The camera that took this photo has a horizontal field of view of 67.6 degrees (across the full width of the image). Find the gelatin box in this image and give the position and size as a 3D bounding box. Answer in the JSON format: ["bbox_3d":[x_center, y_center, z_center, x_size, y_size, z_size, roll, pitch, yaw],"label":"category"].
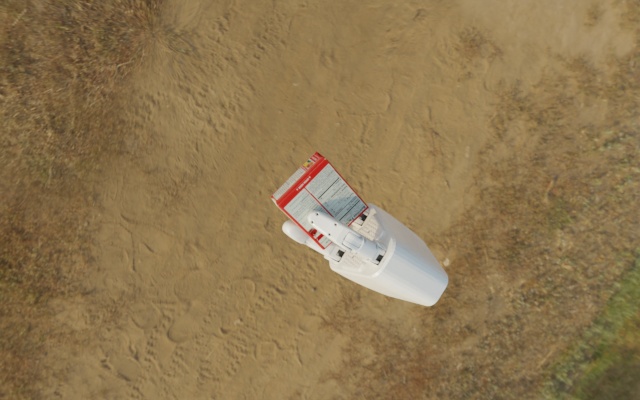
[{"bbox_3d":[0.000,0.002,0.538,0.089,0.073,0.030,46,-1,-32],"label":"gelatin box"}]
